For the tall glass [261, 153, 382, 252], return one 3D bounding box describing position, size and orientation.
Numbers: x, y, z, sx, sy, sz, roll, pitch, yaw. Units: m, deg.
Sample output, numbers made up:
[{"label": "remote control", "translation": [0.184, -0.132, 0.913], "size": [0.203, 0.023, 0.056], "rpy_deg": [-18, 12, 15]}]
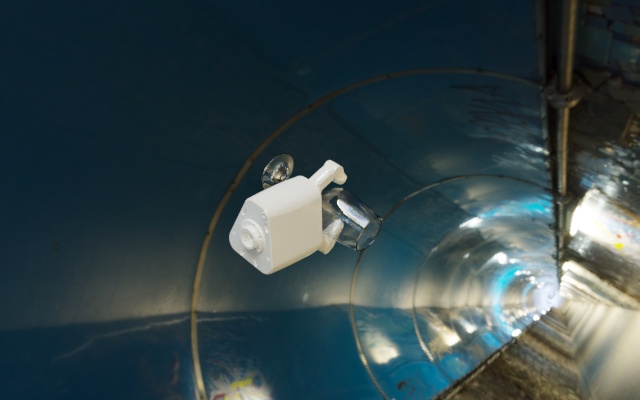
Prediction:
[{"label": "tall glass", "translation": [0.000, 0.002, 0.758], "size": [0.201, 0.079, 0.079], "rpy_deg": [33, 17, 27]}]
